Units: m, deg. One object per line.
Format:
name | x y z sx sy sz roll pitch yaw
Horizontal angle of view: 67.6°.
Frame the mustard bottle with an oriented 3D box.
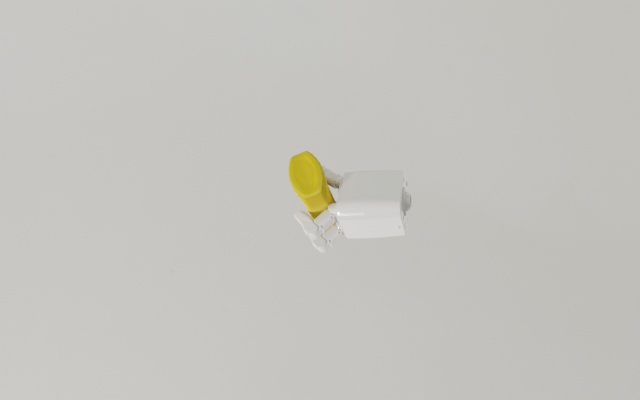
mustard bottle | 0.000 0.003 0.851 0.058 0.096 0.192 -23 -35 3
